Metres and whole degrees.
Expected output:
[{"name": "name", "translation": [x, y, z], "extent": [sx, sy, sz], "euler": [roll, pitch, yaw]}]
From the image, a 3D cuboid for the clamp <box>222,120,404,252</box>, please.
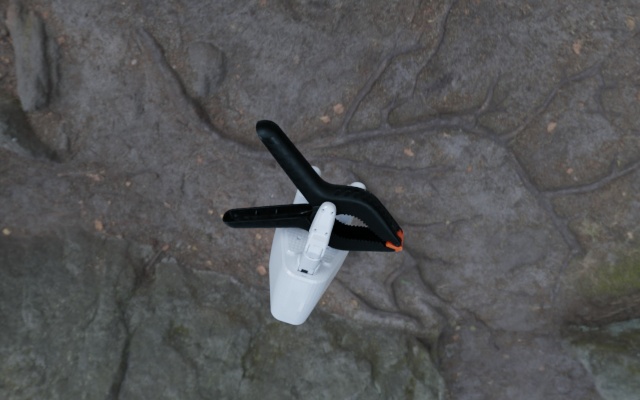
[{"name": "clamp", "translation": [0.000, 0.003, 0.531], "extent": [0.210, 0.036, 0.165], "euler": [18, -44, -3]}]
